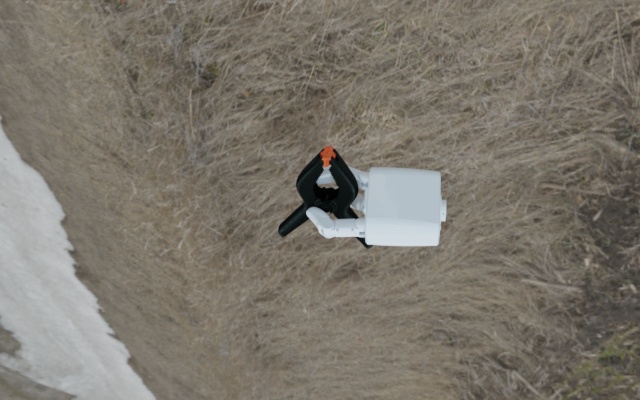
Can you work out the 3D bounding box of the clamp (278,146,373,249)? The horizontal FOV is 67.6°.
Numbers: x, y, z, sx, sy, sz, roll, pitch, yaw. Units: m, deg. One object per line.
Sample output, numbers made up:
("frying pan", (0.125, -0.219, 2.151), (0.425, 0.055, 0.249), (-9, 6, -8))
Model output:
("clamp", (0.000, 0.003, 0.749), (0.164, 0.036, 0.210), (2, -43, 10))
